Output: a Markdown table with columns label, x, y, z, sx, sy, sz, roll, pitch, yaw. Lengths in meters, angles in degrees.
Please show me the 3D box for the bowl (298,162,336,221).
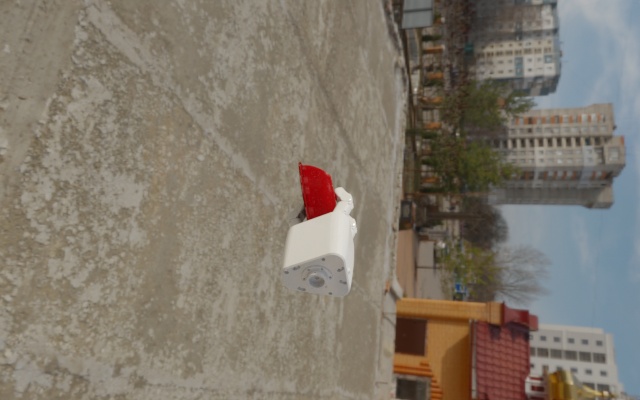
| label | x | y | z | sx | sy | sz | roll | pitch | yaw |
| --- | --- | --- | --- | --- | --- | --- | --- | --- | --- |
| bowl | 0.000 | 0.002 | 0.885 | 0.055 | 0.162 | 0.162 | -10 | 0 | 1 |
